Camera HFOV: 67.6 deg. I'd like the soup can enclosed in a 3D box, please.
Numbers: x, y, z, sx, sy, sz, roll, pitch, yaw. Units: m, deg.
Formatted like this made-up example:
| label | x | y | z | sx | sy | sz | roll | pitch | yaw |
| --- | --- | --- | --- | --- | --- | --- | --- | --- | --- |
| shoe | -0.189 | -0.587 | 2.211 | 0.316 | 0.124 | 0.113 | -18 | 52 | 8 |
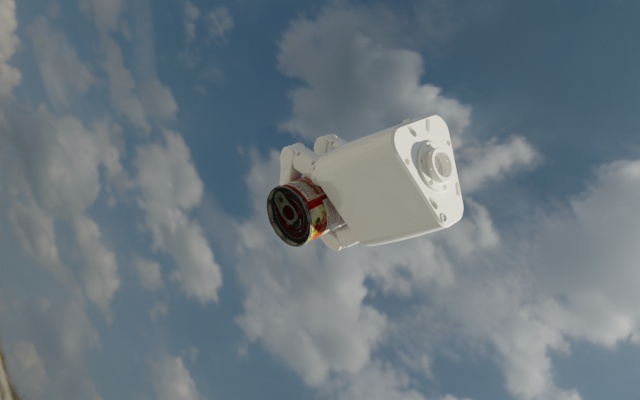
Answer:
| label | x | y | z | sx | sy | sz | roll | pitch | yaw |
| --- | --- | --- | --- | --- | --- | --- | --- | --- | --- |
| soup can | 0.000 | 0.002 | 0.536 | 0.068 | 0.068 | 0.102 | 0 | 18 | 46 |
